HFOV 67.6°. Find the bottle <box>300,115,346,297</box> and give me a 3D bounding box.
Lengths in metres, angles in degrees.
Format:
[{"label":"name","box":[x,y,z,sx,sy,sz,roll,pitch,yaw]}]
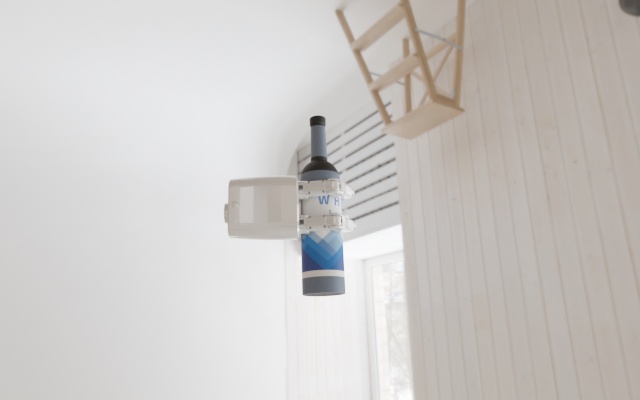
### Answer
[{"label":"bottle","box":[0.000,0.003,0.770,0.069,0.295,0.069,-2,-16,-1]}]
